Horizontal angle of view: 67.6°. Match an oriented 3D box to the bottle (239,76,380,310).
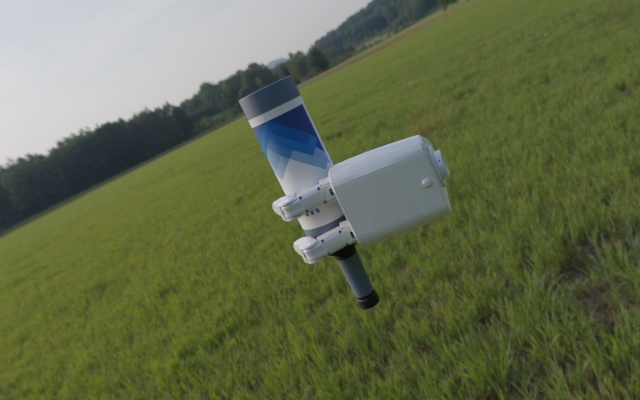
[{"bbox_3d":[0.000,0.002,0.573,0.069,0.296,0.069,-25,13,6],"label":"bottle"}]
